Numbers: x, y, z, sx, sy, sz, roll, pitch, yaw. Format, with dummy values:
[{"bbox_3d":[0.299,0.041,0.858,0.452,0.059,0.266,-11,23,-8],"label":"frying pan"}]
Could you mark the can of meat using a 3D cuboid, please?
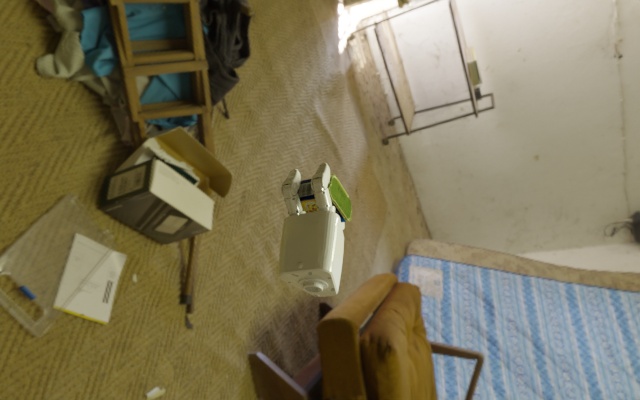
[{"bbox_3d":[0.000,0.003,0.845,0.084,0.057,0.102,-10,-39,24],"label":"can of meat"}]
